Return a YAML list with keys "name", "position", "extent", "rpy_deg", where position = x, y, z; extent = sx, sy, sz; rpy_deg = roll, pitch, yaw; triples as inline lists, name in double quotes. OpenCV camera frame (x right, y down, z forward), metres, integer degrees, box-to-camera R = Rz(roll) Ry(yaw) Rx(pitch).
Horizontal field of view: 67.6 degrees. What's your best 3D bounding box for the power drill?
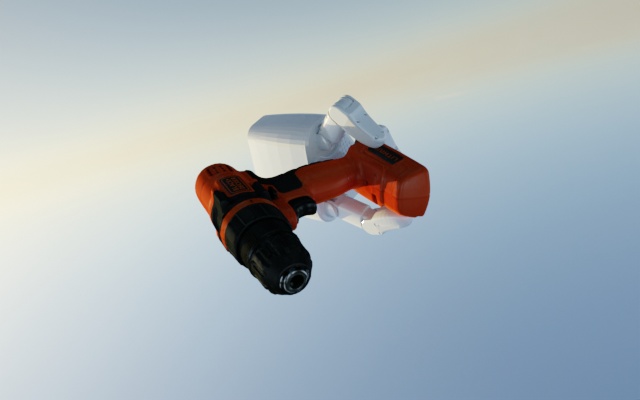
- name: "power drill"
  position: [0.000, 0.001, 0.416]
  extent: [0.187, 0.057, 0.184]
  rpy_deg: [-13, 32, -25]
